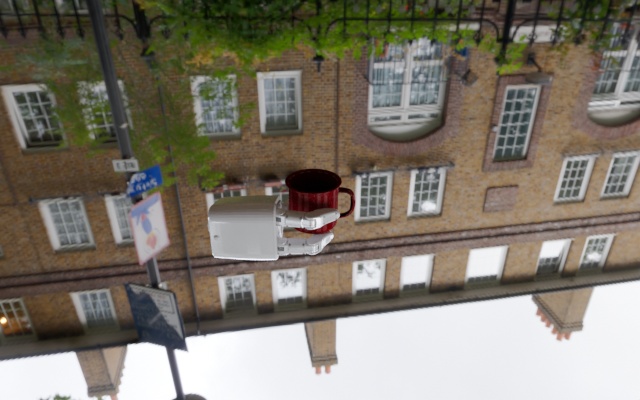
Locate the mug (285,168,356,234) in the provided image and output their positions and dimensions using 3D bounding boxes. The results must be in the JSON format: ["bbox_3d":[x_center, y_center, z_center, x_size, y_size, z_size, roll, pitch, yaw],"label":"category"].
[{"bbox_3d":[0.002,0.003,0.799,0.117,0.081,0.093,1,29,2],"label":"mug"}]
